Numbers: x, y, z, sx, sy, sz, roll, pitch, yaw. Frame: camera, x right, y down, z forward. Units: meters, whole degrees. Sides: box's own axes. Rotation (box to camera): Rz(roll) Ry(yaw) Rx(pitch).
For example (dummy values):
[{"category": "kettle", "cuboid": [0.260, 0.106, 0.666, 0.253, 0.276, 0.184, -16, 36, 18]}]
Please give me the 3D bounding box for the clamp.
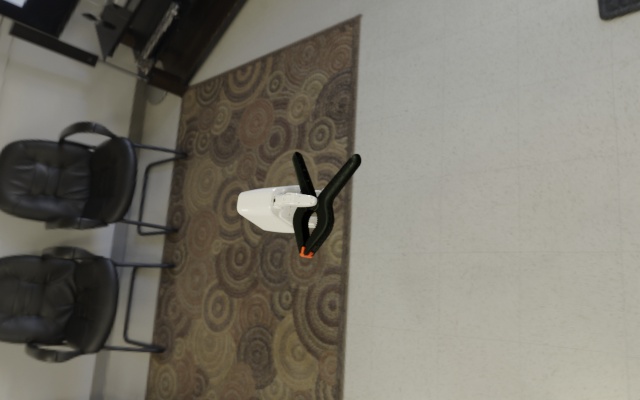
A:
[{"category": "clamp", "cuboid": [-0.001, 0.003, 0.898, 0.164, 0.210, 0.036, -2, -12, 41]}]
